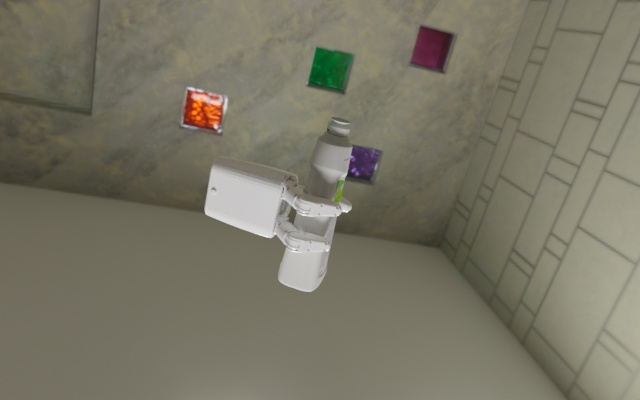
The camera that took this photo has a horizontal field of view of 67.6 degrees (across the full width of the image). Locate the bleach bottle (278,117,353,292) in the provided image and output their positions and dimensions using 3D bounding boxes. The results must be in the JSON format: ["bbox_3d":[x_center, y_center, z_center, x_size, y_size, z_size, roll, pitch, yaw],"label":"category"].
[{"bbox_3d":[0.000,0.002,0.698,0.068,0.251,0.102,17,20,7],"label":"bleach bottle"}]
